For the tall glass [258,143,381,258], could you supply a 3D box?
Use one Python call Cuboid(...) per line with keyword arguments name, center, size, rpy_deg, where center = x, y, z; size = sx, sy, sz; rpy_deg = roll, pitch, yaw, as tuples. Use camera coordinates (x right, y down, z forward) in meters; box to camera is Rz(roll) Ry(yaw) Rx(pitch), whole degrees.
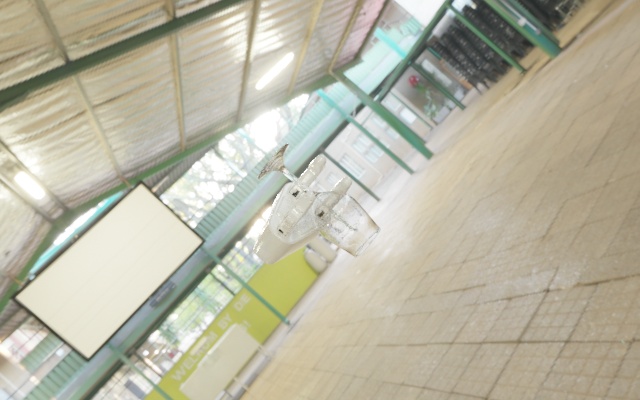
Cuboid(name="tall glass", center=(0.000, 0.002, 0.756), size=(0.201, 0.079, 0.079), rpy_deg=(41, 1, 1))
